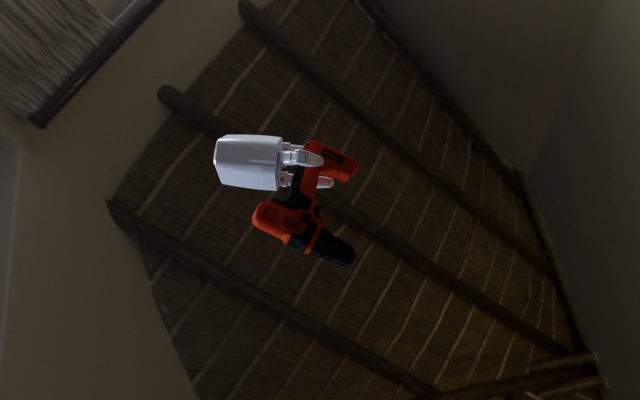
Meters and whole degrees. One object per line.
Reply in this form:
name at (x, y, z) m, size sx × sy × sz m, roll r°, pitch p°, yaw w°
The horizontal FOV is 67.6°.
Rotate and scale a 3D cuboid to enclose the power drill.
power drill at (0.000, 0.002, 0.818) m, size 0.184 × 0.187 × 0.057 m, roll 27°, pitch -27°, yaw -4°
